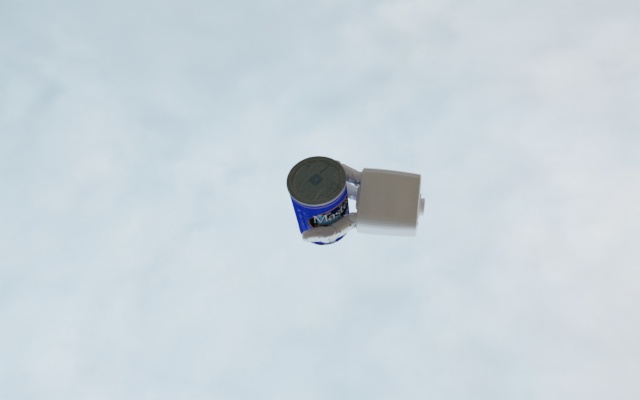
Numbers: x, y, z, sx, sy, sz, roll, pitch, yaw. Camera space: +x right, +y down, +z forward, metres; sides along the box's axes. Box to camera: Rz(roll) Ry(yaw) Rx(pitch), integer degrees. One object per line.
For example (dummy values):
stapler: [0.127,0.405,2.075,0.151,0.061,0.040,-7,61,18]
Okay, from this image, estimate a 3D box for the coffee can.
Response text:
coffee can: [0.000,0.003,0.864,0.103,0.102,0.140,0,-34,7]
